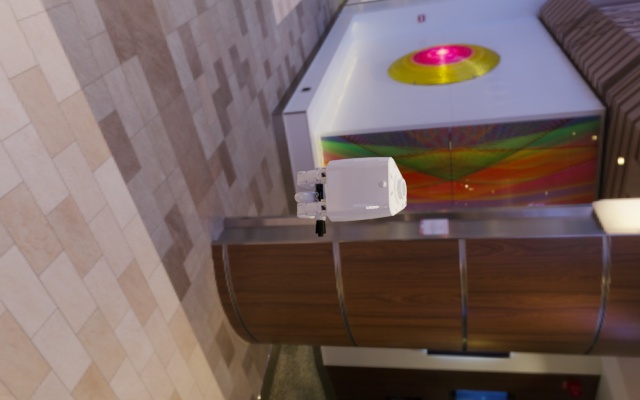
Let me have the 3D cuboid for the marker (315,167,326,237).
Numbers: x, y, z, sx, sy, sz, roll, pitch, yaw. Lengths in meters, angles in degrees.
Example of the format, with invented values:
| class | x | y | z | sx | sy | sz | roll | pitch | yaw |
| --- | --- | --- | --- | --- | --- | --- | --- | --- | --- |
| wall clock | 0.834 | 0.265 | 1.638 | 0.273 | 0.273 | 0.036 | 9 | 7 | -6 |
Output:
| class | x | y | z | sx | sy | sz | roll | pitch | yaw |
| --- | --- | --- | --- | --- | --- | --- | --- | --- | --- |
| marker | 0.000 | 0.003 | 0.834 | 0.020 | 0.121 | 0.020 | 0 | -8 | 0 |
